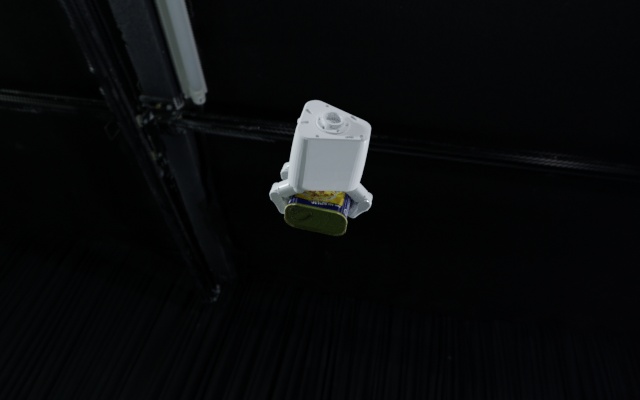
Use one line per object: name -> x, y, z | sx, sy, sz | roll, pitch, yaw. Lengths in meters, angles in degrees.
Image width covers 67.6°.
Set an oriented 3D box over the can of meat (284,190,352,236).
can of meat -> 0.000, 0.002, 0.791 | 0.102, 0.084, 0.057 | 11, -41, 5
